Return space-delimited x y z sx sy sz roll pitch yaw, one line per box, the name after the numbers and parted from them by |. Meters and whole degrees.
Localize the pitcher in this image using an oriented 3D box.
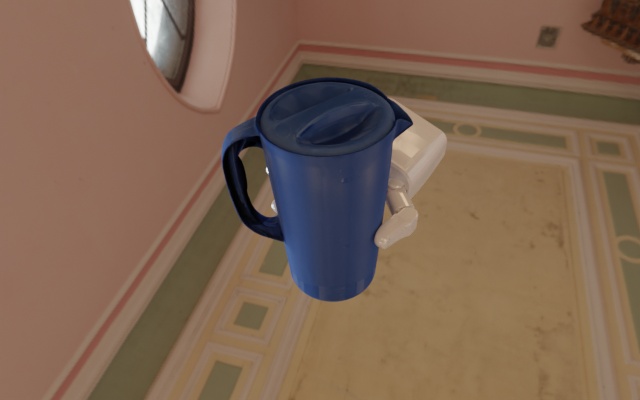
0.000 0.002 0.524 0.149 0.243 0.145 25 50 27 | pitcher
